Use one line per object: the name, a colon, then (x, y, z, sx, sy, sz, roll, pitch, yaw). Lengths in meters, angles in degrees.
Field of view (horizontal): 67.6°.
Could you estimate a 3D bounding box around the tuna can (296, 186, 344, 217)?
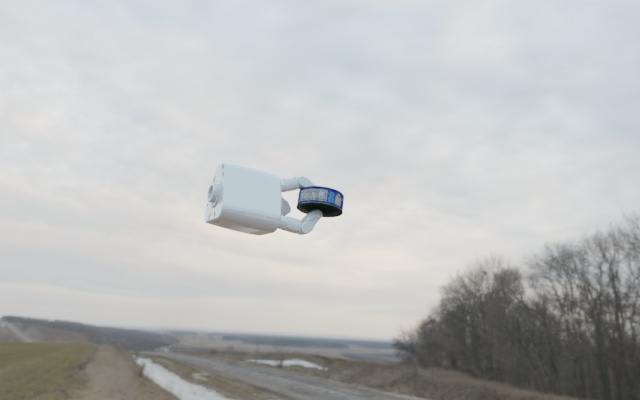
tuna can: (0.000, 0.002, 0.880, 0.086, 0.033, 0.086, 7, -18, 2)
